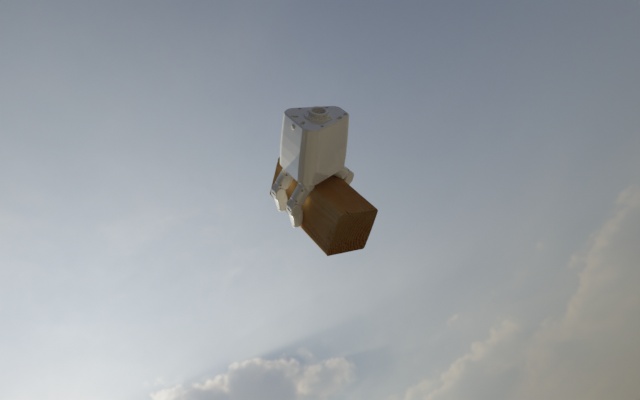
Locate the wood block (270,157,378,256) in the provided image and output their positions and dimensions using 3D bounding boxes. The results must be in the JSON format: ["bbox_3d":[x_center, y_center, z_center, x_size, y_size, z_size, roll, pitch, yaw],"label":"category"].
[{"bbox_3d":[0.000,0.002,0.898,0.091,0.090,0.206,-7,36,-36],"label":"wood block"}]
